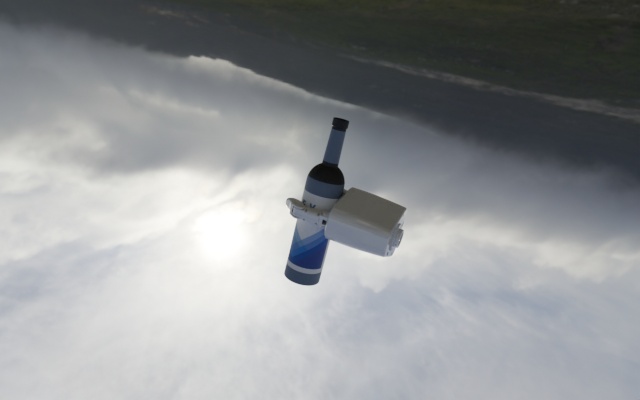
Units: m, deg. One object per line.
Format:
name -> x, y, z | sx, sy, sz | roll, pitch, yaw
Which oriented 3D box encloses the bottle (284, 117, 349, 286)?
bottle -> 0.000, 0.003, 0.831 | 0.069, 0.296, 0.069 | 13, 17, -4
